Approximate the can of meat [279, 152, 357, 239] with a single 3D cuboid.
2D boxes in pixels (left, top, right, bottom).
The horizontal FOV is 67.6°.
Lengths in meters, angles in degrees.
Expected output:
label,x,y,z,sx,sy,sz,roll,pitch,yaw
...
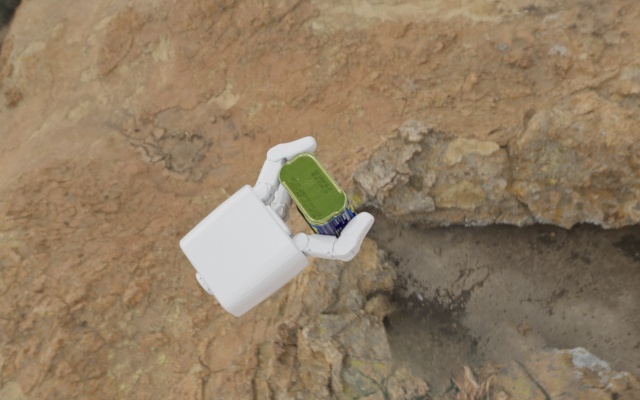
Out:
label,x,y,z,sx,sy,sz,roll,pitch,yaw
can of meat,0.000,0.002,0.570,0.057,0.102,0.084,-36,-30,-2
